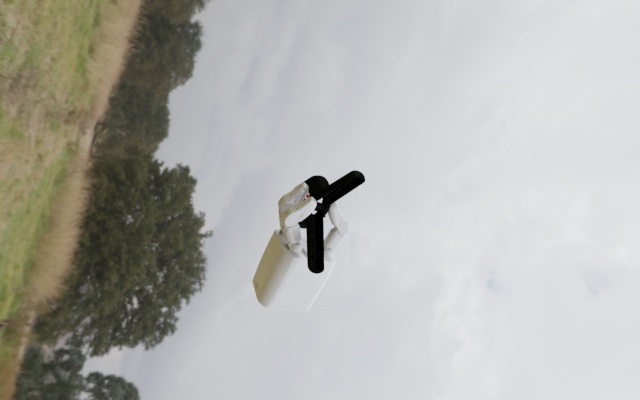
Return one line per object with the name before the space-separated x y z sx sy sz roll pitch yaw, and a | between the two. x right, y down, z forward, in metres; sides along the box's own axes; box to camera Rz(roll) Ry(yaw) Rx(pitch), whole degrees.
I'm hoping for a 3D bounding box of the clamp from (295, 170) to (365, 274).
clamp | 0.001 0.003 0.776 0.036 0.164 0.210 23 13 -24
